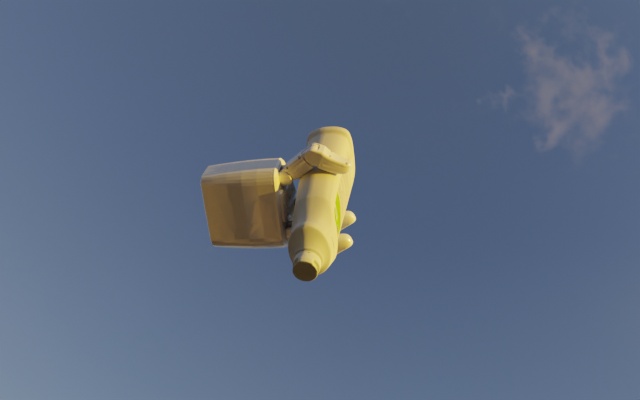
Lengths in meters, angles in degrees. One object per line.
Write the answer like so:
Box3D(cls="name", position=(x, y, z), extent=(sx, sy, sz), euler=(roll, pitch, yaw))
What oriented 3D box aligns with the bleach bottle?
Box3D(cls="bleach bottle", position=(0.000, 0.002, 0.614), extent=(0.068, 0.103, 0.250), euler=(-3, 32, 12))
